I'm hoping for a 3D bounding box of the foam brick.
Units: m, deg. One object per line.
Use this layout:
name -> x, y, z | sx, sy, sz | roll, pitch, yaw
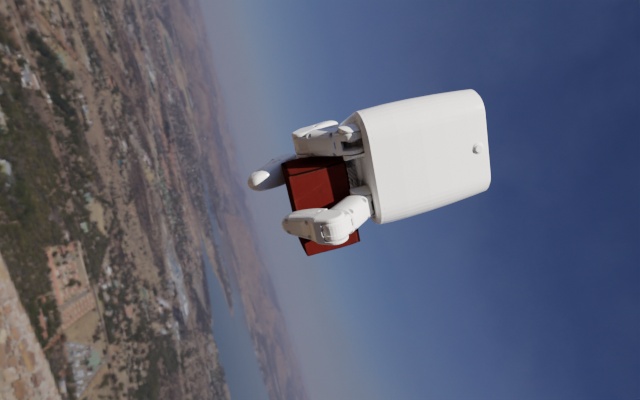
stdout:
foam brick -> 0.000, 0.002, 0.431 | 0.051, 0.078, 0.053 | -15, 20, -8
